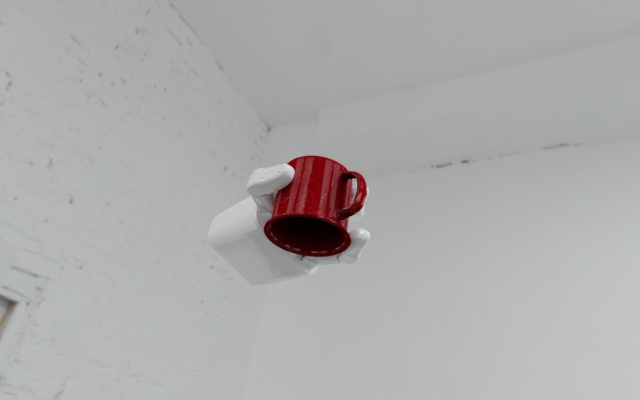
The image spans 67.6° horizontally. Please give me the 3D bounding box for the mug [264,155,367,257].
[{"bbox_3d":[0.001,0.001,0.514,0.117,0.081,0.093,-21,-43,39],"label":"mug"}]
